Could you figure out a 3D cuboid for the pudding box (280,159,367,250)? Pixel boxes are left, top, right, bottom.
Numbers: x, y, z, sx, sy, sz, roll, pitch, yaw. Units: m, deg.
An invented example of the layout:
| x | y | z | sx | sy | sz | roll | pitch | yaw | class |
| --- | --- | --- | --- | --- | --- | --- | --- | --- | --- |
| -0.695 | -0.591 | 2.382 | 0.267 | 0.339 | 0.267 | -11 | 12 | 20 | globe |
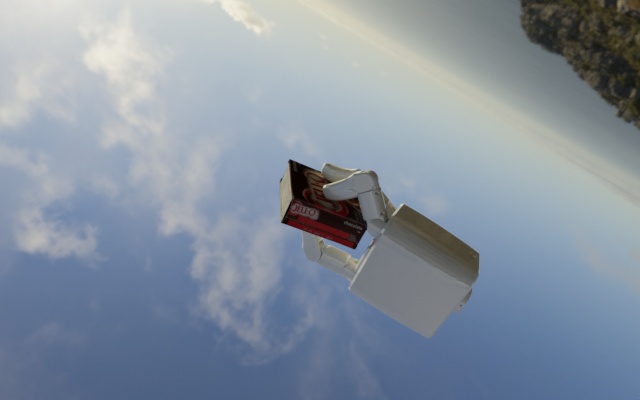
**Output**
| x | y | z | sx | sy | sz | roll | pitch | yaw | class |
| --- | --- | --- | --- | --- | --- | --- | --- | --- | --- |
| 0.000 | 0.002 | 0.546 | 0.090 | 0.039 | 0.113 | 22 | 19 | -16 | pudding box |
